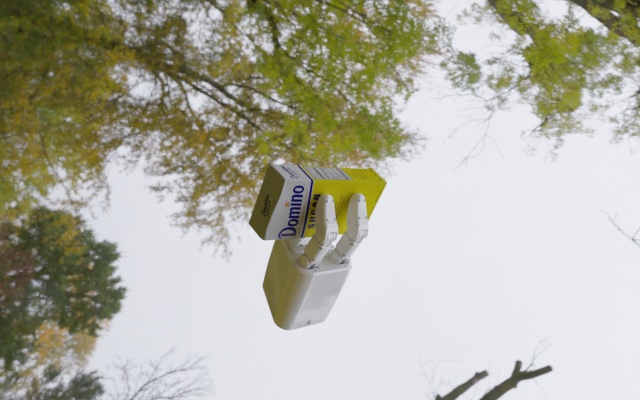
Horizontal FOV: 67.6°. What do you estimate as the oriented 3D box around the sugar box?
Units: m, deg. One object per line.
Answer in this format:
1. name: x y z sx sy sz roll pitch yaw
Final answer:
1. sugar box: 0.000 0.003 0.634 0.176 0.093 0.048 -4 36 -41
